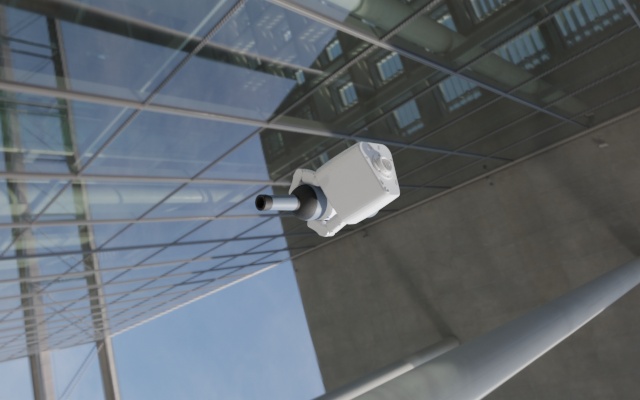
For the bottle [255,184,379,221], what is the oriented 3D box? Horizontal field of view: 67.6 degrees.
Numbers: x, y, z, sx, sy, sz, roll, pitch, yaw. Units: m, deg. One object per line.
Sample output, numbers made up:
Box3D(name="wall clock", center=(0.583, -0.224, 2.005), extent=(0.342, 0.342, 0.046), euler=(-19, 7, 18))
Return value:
Box3D(name="bottle", center=(0.000, 0.003, 0.890), extent=(0.069, 0.069, 0.296), euler=(0, 0, 42))
